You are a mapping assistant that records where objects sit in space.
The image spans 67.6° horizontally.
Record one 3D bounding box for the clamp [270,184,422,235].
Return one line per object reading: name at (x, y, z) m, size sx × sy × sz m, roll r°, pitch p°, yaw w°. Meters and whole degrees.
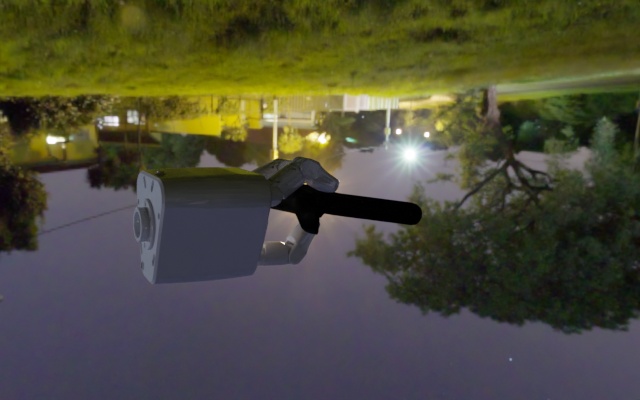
clamp at (-0.001, 0.003, 0.556) m, size 0.164 × 0.036 × 0.210 m, roll 1°, pitch 10°, yaw -35°
